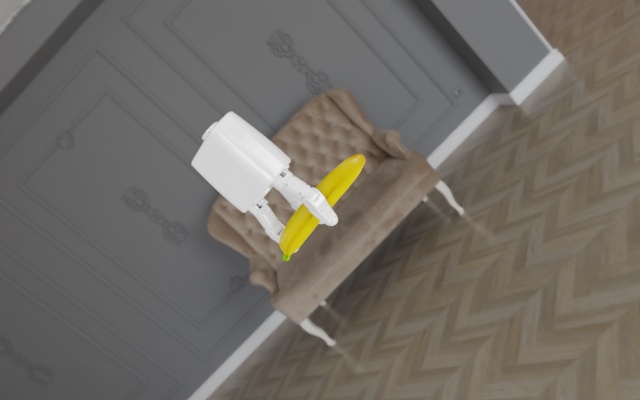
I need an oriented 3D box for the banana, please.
[{"bbox_3d":[-0.002,0.004,0.691,0.037,0.198,0.069,39,-2,1],"label":"banana"}]
